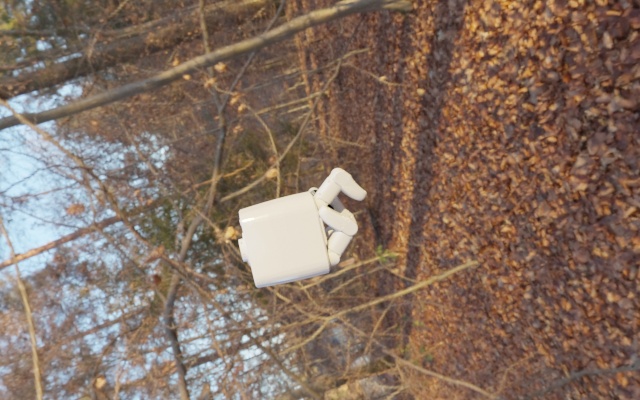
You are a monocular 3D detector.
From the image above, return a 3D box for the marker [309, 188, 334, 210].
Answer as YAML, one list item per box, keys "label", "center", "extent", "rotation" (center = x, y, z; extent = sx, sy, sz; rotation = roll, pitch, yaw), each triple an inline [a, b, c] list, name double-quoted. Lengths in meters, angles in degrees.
- label: "marker"
  center: [0.000, 0.002, 0.729]
  extent: [0.020, 0.020, 0.121]
  rotation: [0, 14, -12]
